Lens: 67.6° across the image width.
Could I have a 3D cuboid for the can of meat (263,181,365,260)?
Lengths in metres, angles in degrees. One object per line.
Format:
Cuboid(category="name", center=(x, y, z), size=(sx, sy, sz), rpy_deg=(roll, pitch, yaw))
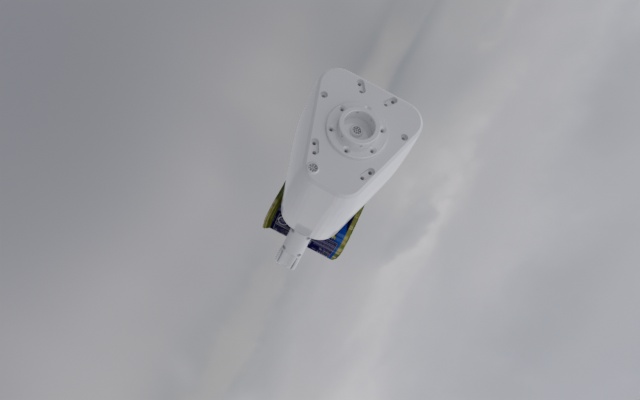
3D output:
Cuboid(category="can of meat", center=(0.000, 0.002, 0.506), size=(0.084, 0.102, 0.057), rpy_deg=(28, -27, -1))
